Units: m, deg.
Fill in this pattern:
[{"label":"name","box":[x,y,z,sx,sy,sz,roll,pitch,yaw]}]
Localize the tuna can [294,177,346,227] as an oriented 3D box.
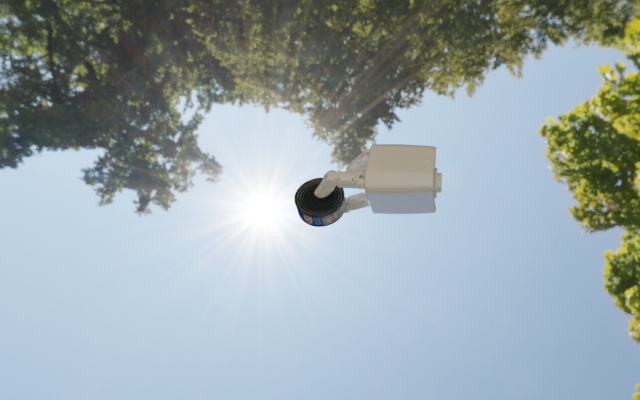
[{"label":"tuna can","box":[0.000,0.003,0.813,0.086,0.086,0.034,0,-40,11]}]
